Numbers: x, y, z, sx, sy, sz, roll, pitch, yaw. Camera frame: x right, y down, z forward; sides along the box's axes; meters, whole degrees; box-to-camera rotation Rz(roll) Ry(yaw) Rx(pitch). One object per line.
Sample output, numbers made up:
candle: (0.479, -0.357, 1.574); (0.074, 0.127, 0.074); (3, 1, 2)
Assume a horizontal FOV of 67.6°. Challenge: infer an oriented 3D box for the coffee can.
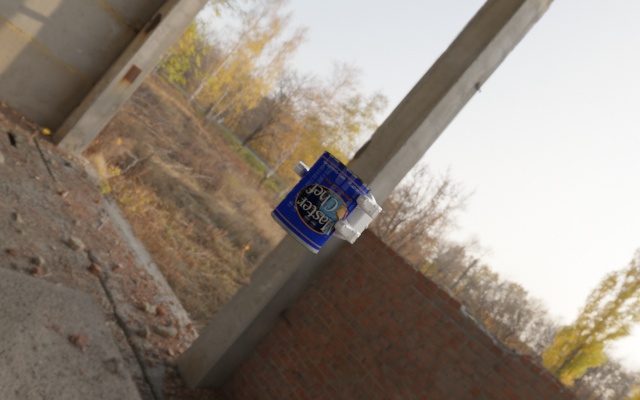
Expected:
coffee can: (0.000, 0.003, 0.797); (0.103, 0.140, 0.103); (41, 1, -1)
